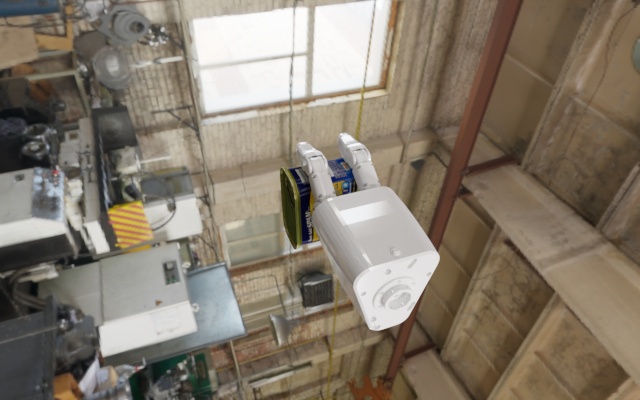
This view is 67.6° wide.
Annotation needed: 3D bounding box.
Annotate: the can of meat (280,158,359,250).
[{"bbox_3d":[0.000,0.002,0.582,0.084,0.102,0.057,-13,37,-16],"label":"can of meat"}]
